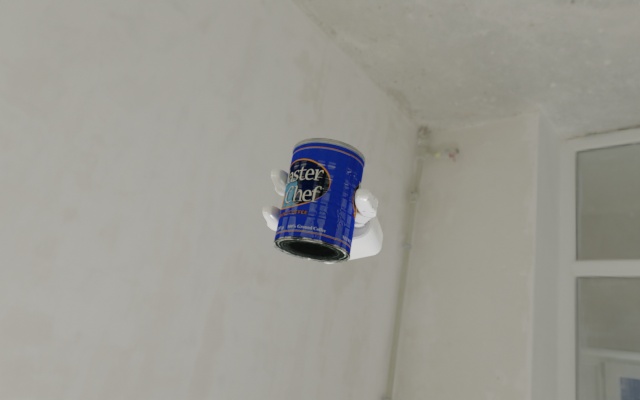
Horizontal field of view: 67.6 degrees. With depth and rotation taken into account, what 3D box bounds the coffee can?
[{"bbox_3d":[0.000,0.002,0.641,0.103,0.140,0.103,9,-20,3],"label":"coffee can"}]
